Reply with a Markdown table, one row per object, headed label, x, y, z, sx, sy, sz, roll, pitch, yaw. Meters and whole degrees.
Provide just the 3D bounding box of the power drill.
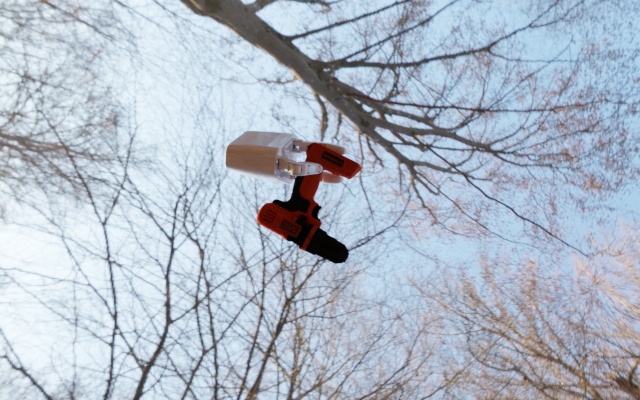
| label | x | y | z | sx | sy | sz | roll | pitch | yaw |
| --- | --- | --- | --- | --- | --- | --- | --- | --- | --- |
| power drill | 0.000 | 0.002 | 0.878 | 0.184 | 0.187 | 0.057 | 28 | -4 | 3 |
